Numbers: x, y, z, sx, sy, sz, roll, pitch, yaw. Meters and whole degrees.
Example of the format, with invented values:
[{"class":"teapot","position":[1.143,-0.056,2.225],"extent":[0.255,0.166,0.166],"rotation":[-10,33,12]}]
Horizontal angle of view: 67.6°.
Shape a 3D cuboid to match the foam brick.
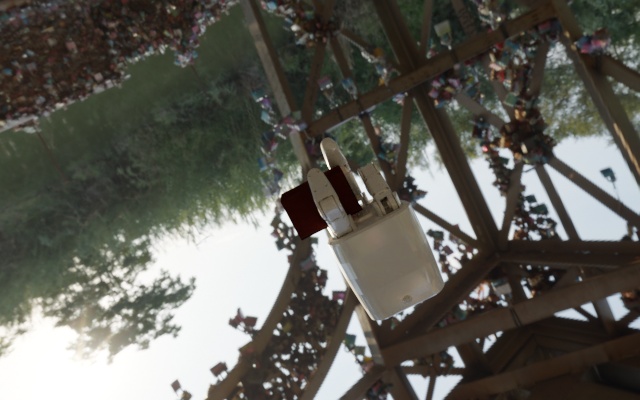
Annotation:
[{"class":"foam brick","position":[0.000,0.002,0.540],"extent":[0.078,0.051,0.053],"rotation":[-27,11,3]}]
